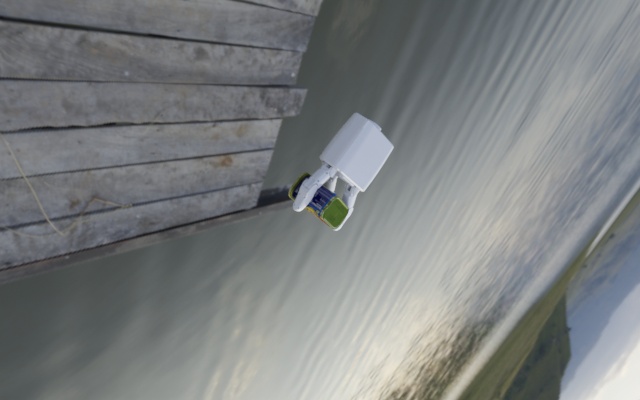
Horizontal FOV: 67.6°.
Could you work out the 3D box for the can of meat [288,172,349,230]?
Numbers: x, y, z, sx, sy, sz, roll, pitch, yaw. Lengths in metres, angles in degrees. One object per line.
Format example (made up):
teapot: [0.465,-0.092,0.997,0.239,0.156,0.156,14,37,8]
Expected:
can of meat: [0.000,0.003,0.896,0.084,0.057,0.102,36,-4,27]
